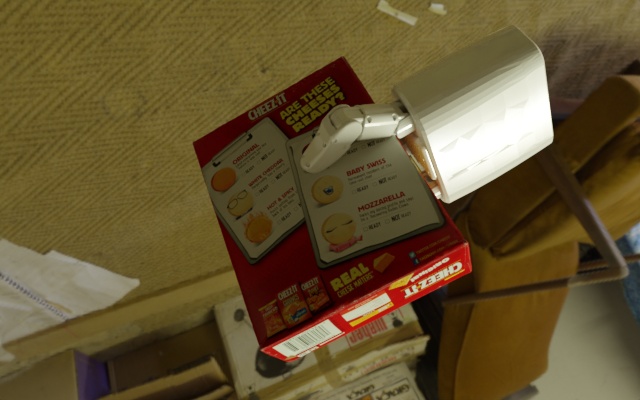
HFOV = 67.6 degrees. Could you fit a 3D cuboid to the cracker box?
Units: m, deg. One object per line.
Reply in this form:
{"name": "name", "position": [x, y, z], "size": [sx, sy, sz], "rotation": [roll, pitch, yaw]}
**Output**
{"name": "cracker box", "position": [0.000, 0.001, 0.408], "size": [0.164, 0.213, 0.072], "rotation": [-29, -33, 4]}
